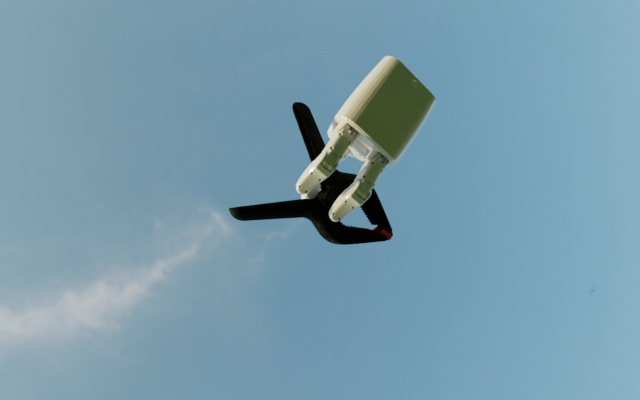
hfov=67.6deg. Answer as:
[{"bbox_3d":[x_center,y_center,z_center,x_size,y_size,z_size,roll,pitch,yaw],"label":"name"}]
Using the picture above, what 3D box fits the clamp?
[{"bbox_3d":[0.000,0.002,0.610,0.210,0.164,0.036,40,-9,-17],"label":"clamp"}]
